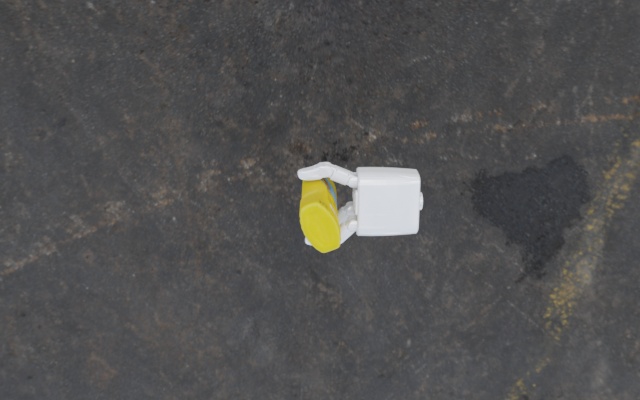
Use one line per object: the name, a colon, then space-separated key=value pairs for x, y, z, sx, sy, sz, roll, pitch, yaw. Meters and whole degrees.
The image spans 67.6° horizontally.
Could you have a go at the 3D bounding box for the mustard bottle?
mustard bottle: x=0.000 y=0.003 z=0.841 sx=0.058 sy=0.096 sz=0.191 roll=-22 pitch=25 yaw=11
